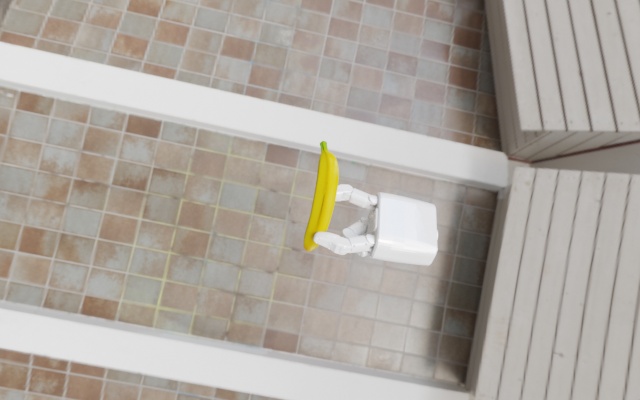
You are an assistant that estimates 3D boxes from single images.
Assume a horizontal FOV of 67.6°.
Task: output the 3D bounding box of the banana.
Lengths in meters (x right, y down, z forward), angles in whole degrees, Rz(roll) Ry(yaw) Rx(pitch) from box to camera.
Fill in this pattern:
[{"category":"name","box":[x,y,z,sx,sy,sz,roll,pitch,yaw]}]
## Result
[{"category":"banana","box":[0.002,0.005,0.795,0.037,0.198,0.069,9,17,-8]}]
